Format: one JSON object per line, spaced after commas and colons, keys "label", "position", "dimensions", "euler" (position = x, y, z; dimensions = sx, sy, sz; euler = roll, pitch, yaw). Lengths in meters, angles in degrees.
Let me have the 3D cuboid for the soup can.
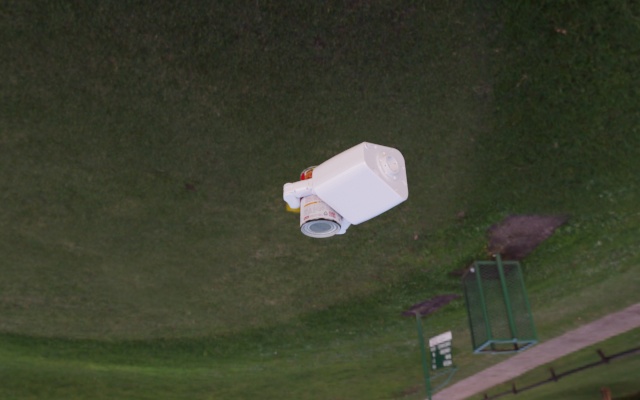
{"label": "soup can", "position": [0.000, 0.003, 0.799], "dimensions": [0.068, 0.102, 0.068], "euler": [-1, -29, 0]}
